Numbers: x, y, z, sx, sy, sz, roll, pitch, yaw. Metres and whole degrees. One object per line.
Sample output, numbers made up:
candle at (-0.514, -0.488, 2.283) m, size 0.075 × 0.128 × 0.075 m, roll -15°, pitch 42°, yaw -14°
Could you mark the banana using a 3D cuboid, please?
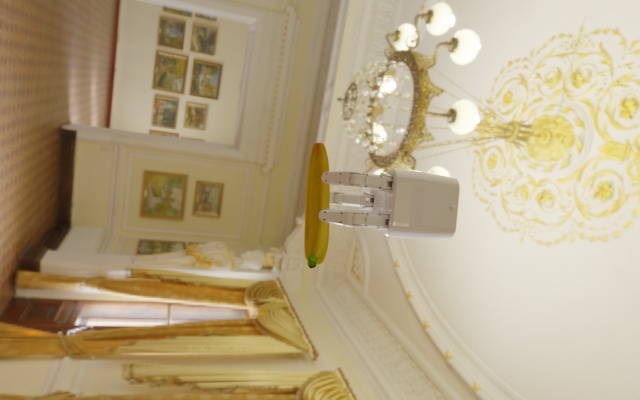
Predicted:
banana at (-0.003, 0.013, 0.706) m, size 0.037 × 0.197 × 0.070 m, roll 5°, pitch -25°, yaw -8°
